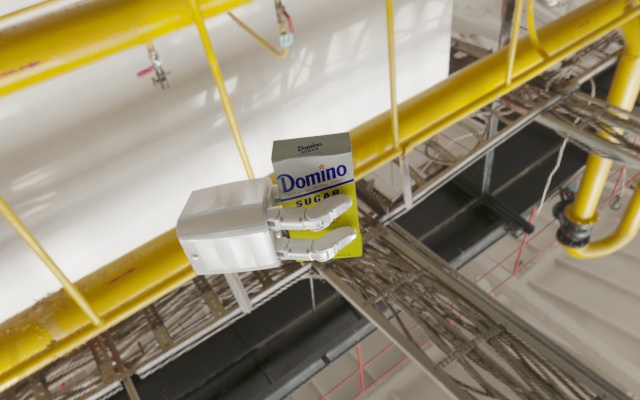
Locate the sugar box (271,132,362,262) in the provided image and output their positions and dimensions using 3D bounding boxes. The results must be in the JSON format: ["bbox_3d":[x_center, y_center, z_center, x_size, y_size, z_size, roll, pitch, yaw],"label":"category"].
[{"bbox_3d":[0.000,0.002,0.597,0.093,0.176,0.048,-7,44,5],"label":"sugar box"}]
